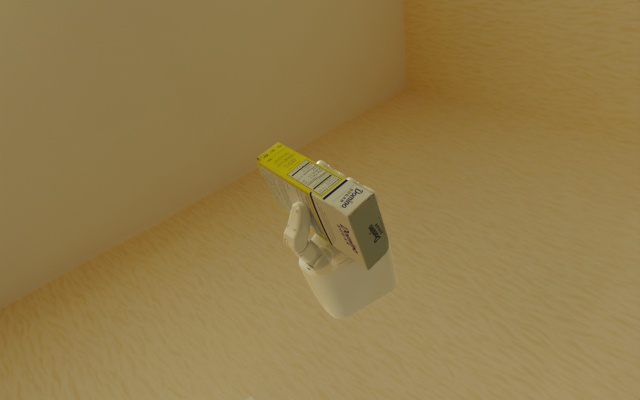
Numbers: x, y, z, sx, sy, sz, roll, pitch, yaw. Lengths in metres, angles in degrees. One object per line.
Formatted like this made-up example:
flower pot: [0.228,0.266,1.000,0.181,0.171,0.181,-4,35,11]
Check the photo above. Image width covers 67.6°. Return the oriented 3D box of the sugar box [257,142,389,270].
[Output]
sugar box: [0.000,0.002,0.566,0.048,0.093,0.176,-42,46,-20]
